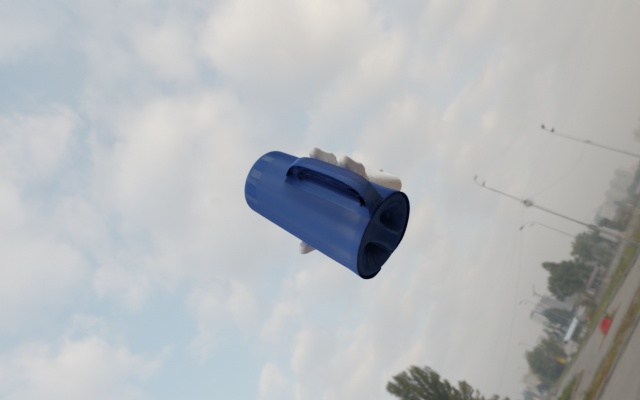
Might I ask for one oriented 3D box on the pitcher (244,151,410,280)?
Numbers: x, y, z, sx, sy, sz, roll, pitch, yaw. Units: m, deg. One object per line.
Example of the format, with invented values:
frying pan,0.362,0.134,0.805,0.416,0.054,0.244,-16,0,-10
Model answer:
pitcher,0.000,0.002,0.717,0.242,0.149,0.145,25,18,31
